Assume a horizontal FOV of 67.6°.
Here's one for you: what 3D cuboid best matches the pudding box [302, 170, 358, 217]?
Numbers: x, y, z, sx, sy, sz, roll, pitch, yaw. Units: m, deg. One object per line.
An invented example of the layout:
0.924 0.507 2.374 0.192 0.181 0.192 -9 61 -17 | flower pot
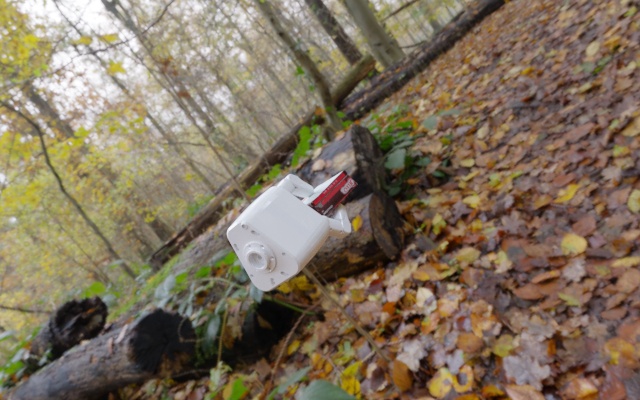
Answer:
0.000 0.003 0.793 0.090 0.039 0.113 -44 8 -27 | pudding box
